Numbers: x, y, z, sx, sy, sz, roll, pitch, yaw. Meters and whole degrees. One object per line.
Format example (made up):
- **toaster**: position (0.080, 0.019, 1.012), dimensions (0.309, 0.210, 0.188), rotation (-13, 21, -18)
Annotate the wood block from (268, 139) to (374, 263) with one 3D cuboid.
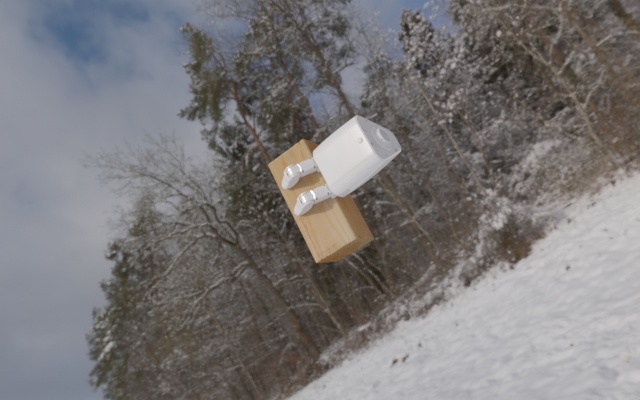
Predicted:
- **wood block**: position (0.001, 0.003, 0.877), dimensions (0.090, 0.206, 0.091), rotation (-34, -19, 21)
